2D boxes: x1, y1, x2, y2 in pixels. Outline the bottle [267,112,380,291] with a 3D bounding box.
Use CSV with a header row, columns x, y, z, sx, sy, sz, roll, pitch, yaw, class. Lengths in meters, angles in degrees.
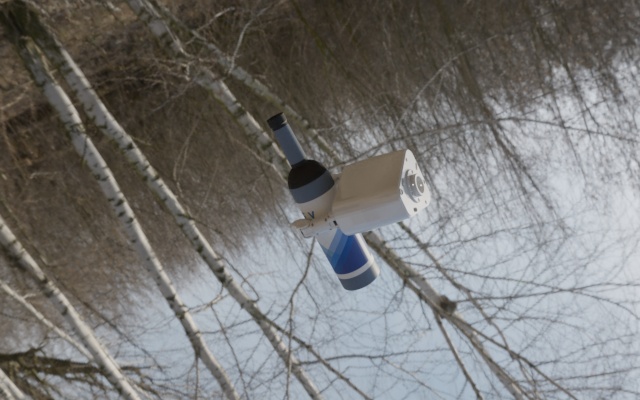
x,y,z,sx,sy,sz,roll,pitch,yaw,class
0.000,0.003,0.733,0.069,0.296,0.069,-25,18,9,bottle
